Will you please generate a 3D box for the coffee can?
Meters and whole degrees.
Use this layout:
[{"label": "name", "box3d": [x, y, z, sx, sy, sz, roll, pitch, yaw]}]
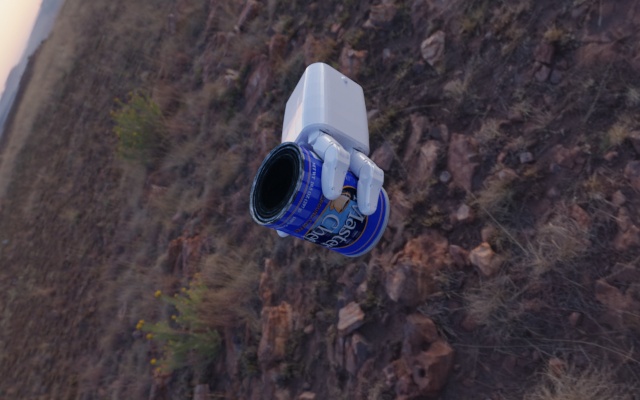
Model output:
[{"label": "coffee can", "box3d": [0.000, 0.002, 0.585, 0.140, 0.102, 0.103, 23, -14, -35]}]
